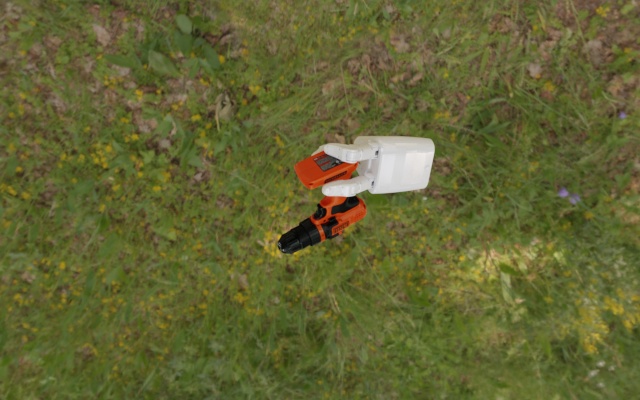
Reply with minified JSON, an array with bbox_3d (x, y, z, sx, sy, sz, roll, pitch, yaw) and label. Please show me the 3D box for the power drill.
[{"bbox_3d":[0.000,0.002,0.837,0.184,0.057,0.188,-28,-35,-19],"label":"power drill"}]
